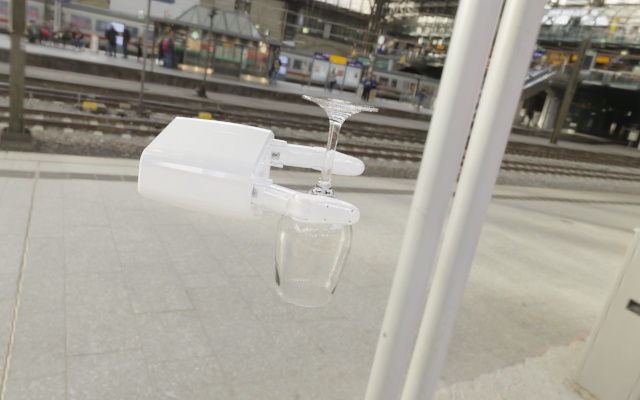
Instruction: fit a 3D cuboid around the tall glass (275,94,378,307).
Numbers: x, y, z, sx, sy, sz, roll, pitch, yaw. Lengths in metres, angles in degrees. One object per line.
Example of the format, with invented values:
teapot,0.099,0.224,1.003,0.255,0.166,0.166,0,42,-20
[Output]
tall glass,0.000,0.001,0.475,0.079,0.201,0.079,10,15,-3
